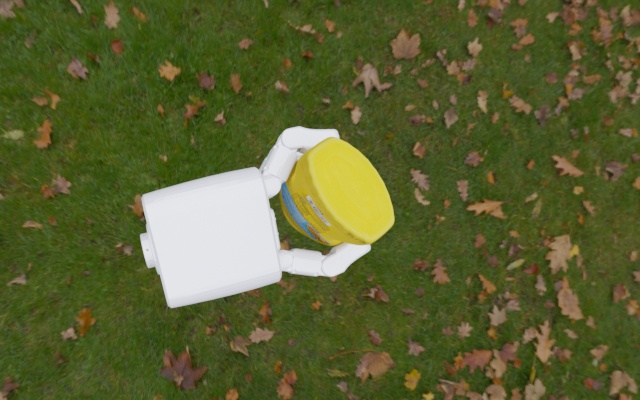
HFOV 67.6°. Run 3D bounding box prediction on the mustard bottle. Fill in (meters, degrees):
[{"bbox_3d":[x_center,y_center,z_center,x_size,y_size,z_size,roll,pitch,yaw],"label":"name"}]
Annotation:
[{"bbox_3d":[0.000,0.001,0.485,0.058,0.096,0.191,-39,5,-17],"label":"mustard bottle"}]
